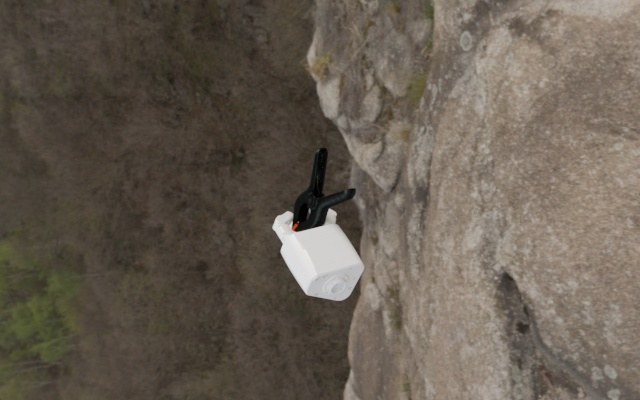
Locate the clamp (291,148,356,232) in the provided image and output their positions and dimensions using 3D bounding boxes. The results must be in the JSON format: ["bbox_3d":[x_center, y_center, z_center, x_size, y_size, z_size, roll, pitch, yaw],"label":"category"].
[{"bbox_3d":[0.000,0.003,0.878,0.039,0.171,0.120,1,36,-35],"label":"clamp"}]
